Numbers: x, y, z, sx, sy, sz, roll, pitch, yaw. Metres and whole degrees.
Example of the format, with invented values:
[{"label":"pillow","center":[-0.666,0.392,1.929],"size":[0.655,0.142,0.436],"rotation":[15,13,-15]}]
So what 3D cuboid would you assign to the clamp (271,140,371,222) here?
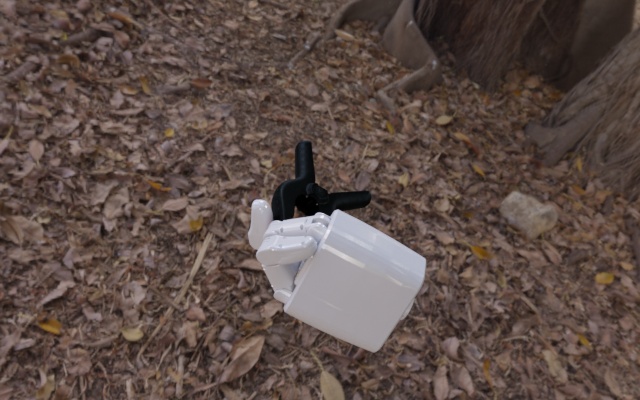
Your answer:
[{"label":"clamp","center":[0.000,0.002,0.573],"size":[0.120,0.039,0.171],"rotation":[30,41,-4]}]
